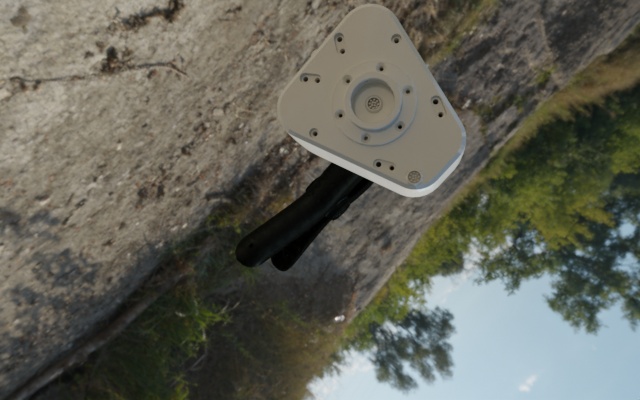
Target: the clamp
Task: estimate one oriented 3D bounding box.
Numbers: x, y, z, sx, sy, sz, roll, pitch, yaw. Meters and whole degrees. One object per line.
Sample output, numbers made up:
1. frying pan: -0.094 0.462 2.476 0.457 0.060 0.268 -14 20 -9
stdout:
1. clamp: 0.001 0.002 0.410 0.039 0.171 0.120 43 8 8
